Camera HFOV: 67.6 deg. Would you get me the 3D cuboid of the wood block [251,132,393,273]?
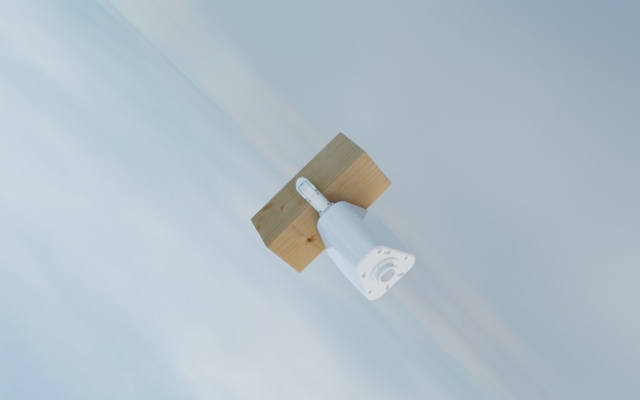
[{"bbox_3d":[0.000,0.003,0.770,0.091,0.206,0.090,45,3,-36],"label":"wood block"}]
